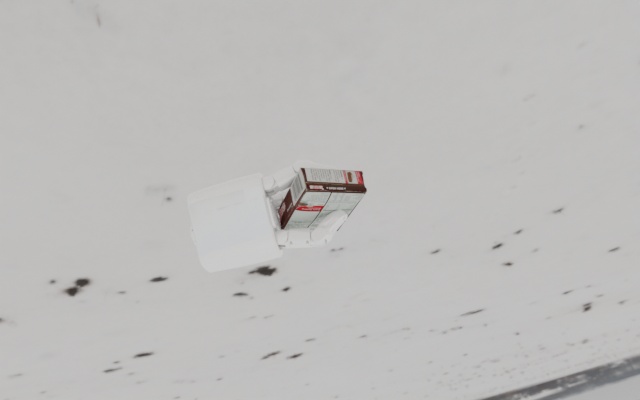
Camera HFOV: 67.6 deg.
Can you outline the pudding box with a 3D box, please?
[{"bbox_3d":[0.000,0.002,0.657,0.090,0.039,0.113,1,-30,-23],"label":"pudding box"}]
